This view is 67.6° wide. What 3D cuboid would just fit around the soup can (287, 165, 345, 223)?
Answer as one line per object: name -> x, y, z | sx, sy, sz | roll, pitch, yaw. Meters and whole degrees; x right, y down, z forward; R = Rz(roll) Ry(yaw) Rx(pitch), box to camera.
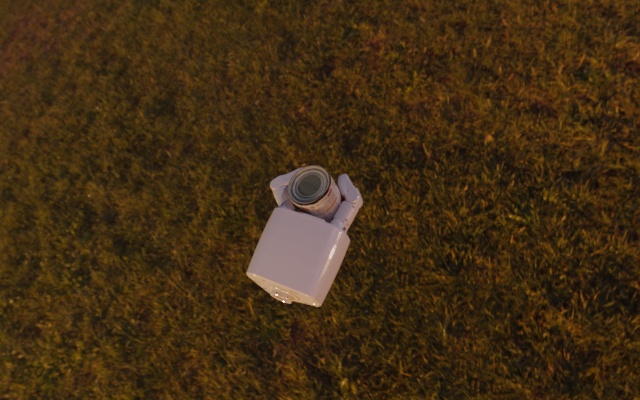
soup can -> 0.000, 0.002, 0.711 | 0.068, 0.068, 0.102 | 0, -30, 24
